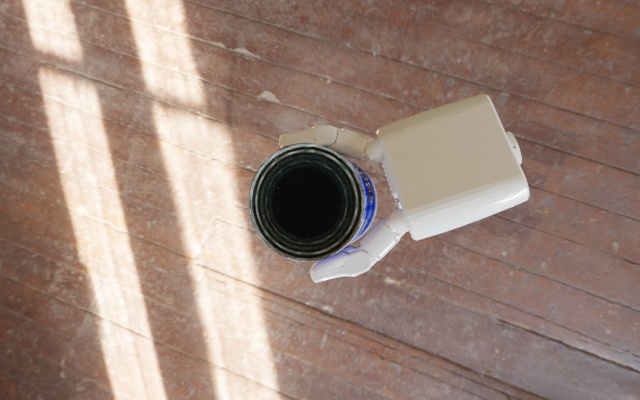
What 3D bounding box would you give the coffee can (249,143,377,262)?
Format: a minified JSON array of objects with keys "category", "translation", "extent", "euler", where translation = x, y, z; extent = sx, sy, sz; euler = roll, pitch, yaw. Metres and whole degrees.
[{"category":"coffee can","translation":[0.000,0.002,0.475],"extent":[0.103,0.103,0.140],"euler":[0,0,11]}]
